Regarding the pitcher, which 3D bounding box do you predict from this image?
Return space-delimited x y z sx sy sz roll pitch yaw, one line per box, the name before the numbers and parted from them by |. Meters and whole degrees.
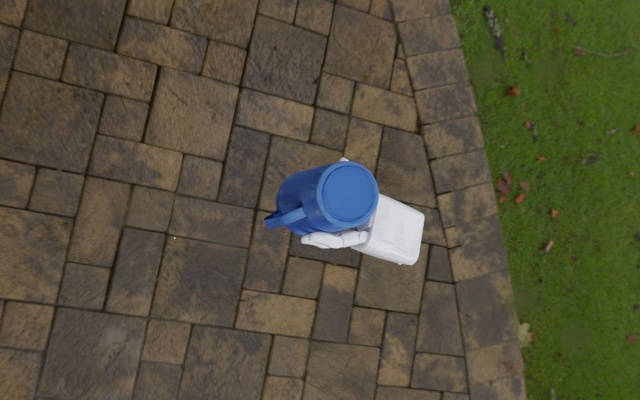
pitcher | 0.000 0.003 0.861 0.145 0.149 0.243 23 -11 -15
